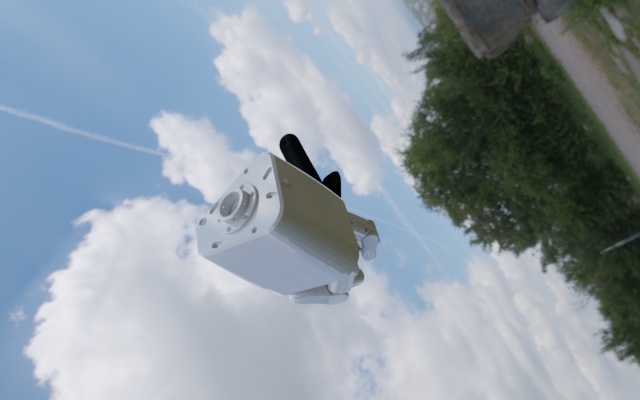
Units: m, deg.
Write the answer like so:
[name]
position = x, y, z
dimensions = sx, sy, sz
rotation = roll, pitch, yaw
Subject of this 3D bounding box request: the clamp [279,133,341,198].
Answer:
[clamp]
position = 0.000, 0.002, 0.549
dimensions = 0.039, 0.171, 0.120
rotation = -36, -46, 21
